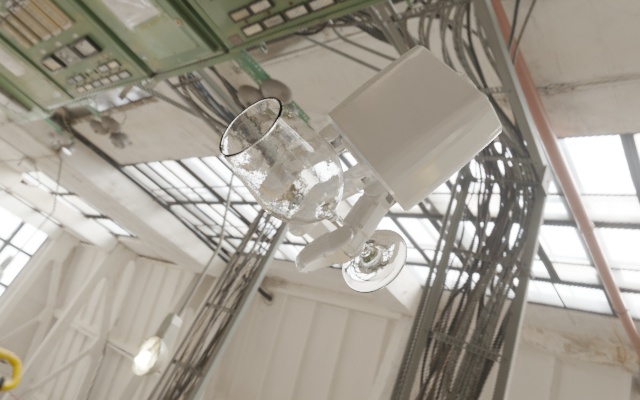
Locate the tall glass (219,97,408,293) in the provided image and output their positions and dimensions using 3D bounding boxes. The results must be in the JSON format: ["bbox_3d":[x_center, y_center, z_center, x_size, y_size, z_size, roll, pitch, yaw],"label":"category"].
[{"bbox_3d":[0.000,0.002,0.425,0.079,0.079,0.201,0,-36,43],"label":"tall glass"}]
